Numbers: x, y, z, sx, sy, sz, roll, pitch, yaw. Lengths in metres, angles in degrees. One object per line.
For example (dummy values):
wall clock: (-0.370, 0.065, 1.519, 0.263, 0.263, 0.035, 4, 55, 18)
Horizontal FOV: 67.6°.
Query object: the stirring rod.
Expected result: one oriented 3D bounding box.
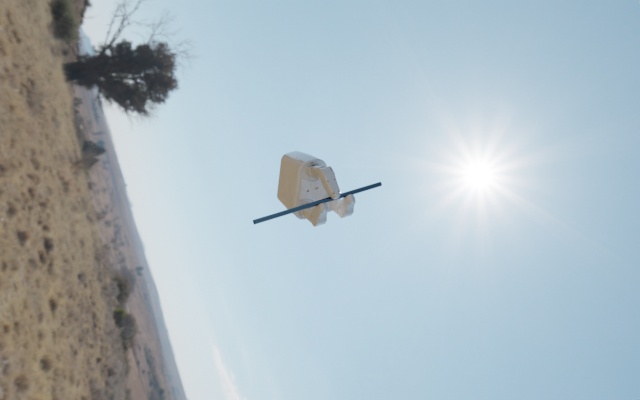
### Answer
stirring rod: (0.000, 0.003, 0.810, 0.239, 0.011, 0.011, -17, 6, -21)
